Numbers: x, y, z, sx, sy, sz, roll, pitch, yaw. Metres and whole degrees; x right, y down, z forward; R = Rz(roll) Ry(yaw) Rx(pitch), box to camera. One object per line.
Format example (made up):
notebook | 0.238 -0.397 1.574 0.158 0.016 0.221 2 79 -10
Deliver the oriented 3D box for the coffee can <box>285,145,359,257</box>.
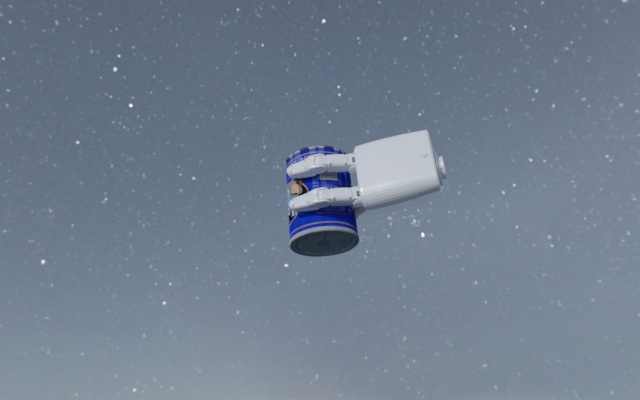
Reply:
coffee can | 0.000 0.003 0.728 0.103 0.140 0.103 -4 -27 -2
